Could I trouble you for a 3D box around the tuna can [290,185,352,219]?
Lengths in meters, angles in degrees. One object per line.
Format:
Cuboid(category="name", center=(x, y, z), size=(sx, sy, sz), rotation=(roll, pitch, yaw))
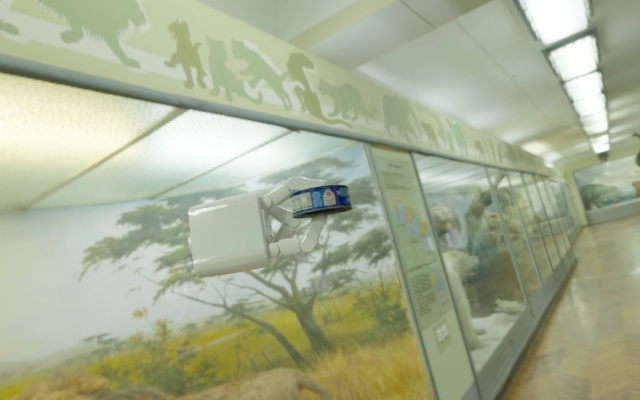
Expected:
Cuboid(category="tuna can", center=(0.000, 0.002, 0.679), size=(0.086, 0.033, 0.086), rotation=(-9, -7, -1))
